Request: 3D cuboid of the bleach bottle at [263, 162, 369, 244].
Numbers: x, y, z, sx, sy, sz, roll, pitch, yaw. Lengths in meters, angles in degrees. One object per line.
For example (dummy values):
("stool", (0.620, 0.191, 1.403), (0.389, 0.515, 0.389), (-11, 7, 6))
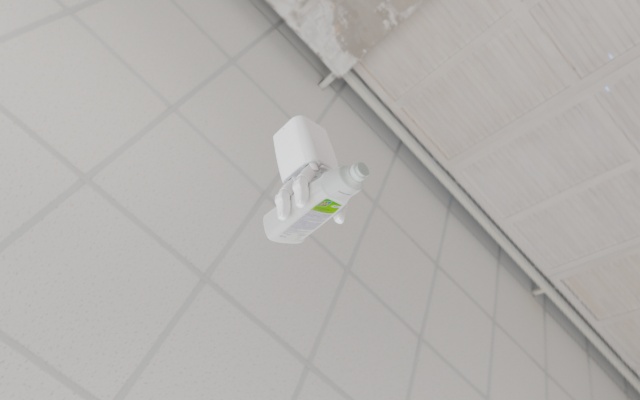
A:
("bleach bottle", (0.000, 0.003, 0.896), (0.102, 0.068, 0.251), (6, -31, -42))
